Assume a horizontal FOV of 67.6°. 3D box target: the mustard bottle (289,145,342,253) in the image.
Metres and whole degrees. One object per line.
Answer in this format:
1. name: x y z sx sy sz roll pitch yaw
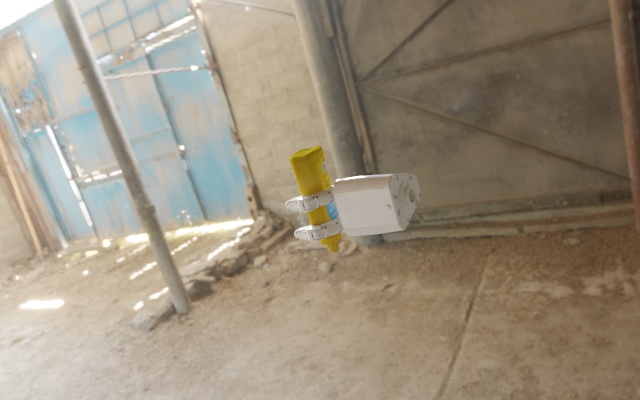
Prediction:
1. mustard bottle: 0.000 0.003 0.854 0.058 0.192 0.096 -14 14 13
